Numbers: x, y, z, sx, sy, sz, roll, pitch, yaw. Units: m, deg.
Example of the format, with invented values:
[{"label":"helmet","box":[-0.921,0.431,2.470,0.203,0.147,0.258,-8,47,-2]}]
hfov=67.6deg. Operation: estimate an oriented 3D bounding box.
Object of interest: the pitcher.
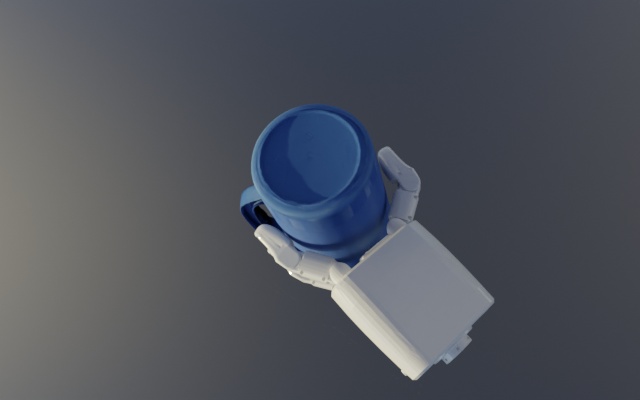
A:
[{"label":"pitcher","box":[0.000,0.002,0.512,0.145,0.149,0.243,45,-6,20]}]
